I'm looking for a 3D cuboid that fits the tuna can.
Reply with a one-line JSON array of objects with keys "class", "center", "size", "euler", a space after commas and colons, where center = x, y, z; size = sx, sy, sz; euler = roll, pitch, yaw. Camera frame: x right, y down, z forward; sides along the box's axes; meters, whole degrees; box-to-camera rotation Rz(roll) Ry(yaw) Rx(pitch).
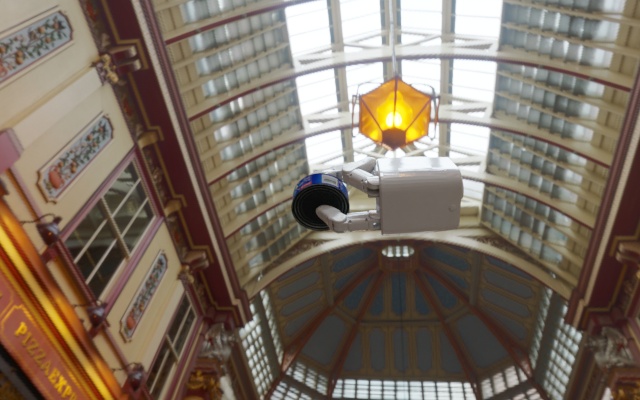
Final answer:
[{"class": "tuna can", "center": [0.000, 0.002, 0.711], "size": [0.086, 0.086, 0.033], "euler": [0, 36, 0]}]
